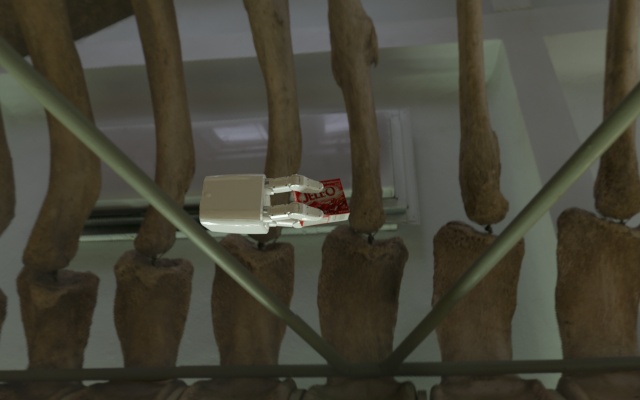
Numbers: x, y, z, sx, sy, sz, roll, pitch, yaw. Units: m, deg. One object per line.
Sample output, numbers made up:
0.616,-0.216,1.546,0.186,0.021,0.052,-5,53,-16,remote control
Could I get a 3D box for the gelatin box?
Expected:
0.000,0.003,0.848,0.089,0.073,0.030,-8,-28,-13,gelatin box
